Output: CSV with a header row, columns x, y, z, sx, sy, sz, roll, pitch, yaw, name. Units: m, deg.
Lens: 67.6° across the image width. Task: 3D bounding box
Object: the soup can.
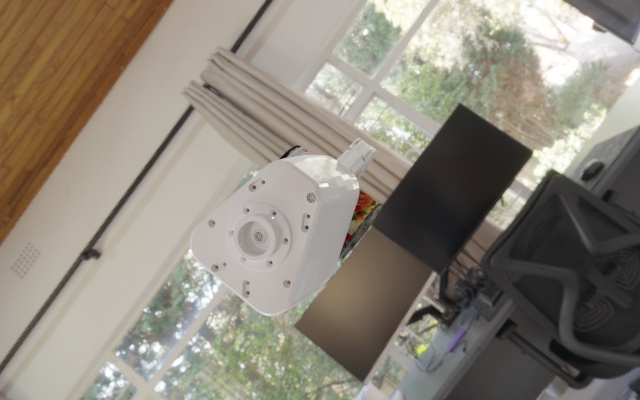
x,y,z,sx,sy,sz,roll,pitch,yaw,name
0.000,0.001,0.468,0.102,0.068,0.068,37,8,10,soup can
